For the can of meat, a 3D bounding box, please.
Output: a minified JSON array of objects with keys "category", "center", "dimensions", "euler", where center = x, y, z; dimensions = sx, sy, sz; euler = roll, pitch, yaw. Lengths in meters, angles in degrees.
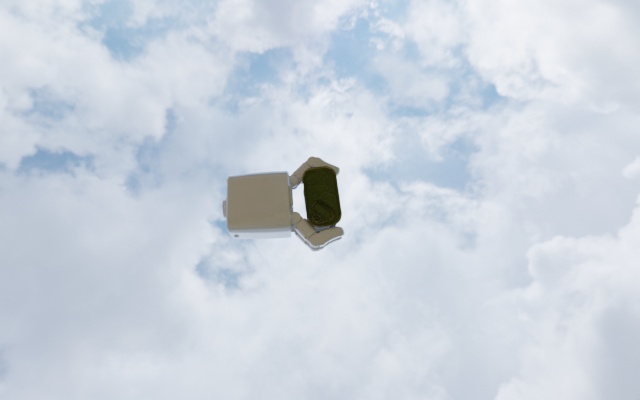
[{"category":"can of meat","center":[0.000,0.003,0.822],"dimensions":[0.057,0.102,0.084],"euler":[-6,-14,-5]}]
